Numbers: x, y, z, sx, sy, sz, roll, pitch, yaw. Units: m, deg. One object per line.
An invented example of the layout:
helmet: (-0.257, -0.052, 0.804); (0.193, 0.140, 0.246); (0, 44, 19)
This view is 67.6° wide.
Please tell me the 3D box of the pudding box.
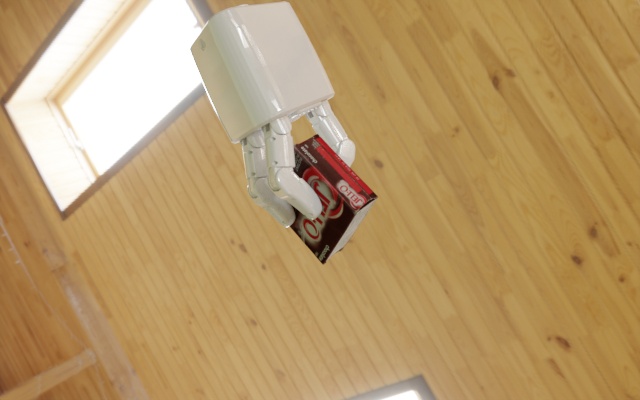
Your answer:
pudding box: (0.000, 0.001, 0.489); (0.039, 0.090, 0.114); (-32, -19, -30)
